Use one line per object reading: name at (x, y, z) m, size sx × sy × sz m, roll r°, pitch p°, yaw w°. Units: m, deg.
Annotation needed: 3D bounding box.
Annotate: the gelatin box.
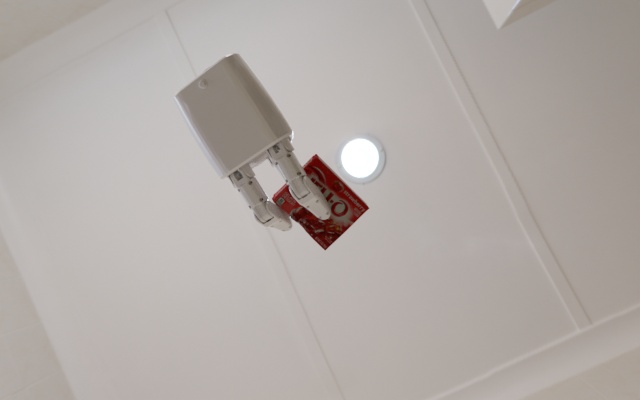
gelatin box at (0.000, 0.002, 0.559) m, size 0.089 × 0.073 × 0.030 m, roll 44°, pitch 7°, yaw -10°
